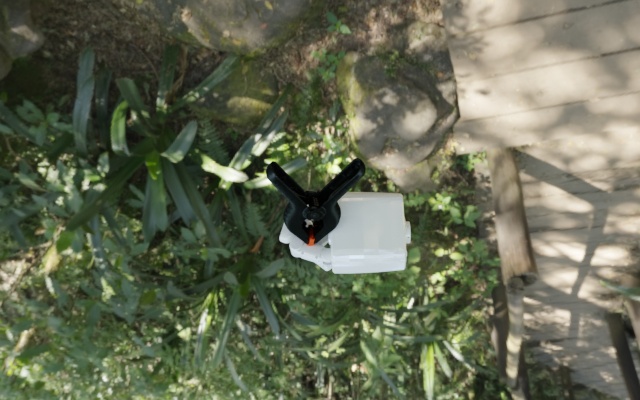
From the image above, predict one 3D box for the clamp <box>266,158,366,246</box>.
[{"bbox_3d":[0.000,0.003,0.631,0.120,0.039,0.172,-3,-34,4],"label":"clamp"}]
